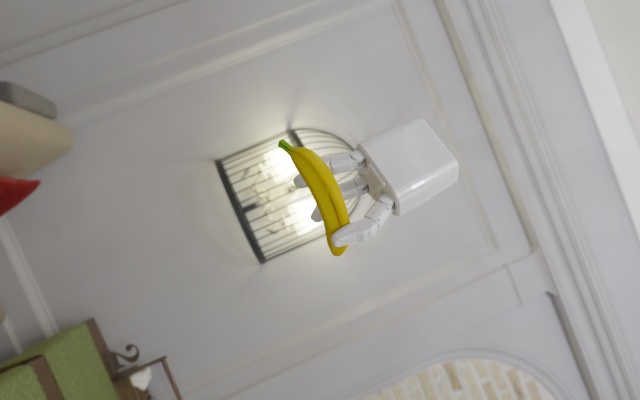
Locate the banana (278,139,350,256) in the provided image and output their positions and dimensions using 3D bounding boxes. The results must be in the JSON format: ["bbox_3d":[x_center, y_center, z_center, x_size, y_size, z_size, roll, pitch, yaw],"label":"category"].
[{"bbox_3d":[0.007,0.004,0.643,0.037,0.198,0.069,-33,27,-17],"label":"banana"}]
